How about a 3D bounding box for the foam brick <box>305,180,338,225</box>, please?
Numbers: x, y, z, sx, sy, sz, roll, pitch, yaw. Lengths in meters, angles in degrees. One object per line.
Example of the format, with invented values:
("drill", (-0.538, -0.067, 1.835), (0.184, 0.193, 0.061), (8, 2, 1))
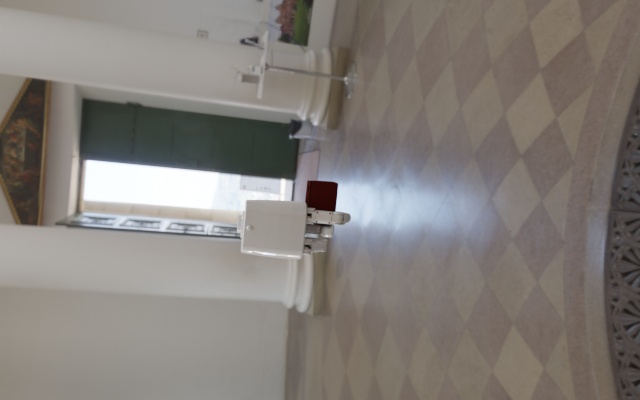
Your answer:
("foam brick", (0.000, 0.003, 0.862), (0.051, 0.078, 0.053), (5, 3, -7))
